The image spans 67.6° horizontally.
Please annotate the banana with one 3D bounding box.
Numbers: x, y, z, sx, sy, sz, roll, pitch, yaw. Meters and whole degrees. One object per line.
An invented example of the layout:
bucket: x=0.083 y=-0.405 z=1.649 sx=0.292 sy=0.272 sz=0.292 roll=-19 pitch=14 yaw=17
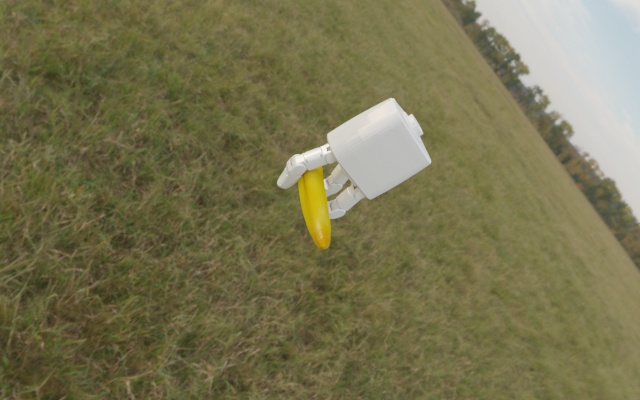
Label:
banana: x=-0.008 y=-0.013 z=0.700 sx=0.037 sy=0.070 sz=0.197 roll=-22 pitch=32 yaw=11
